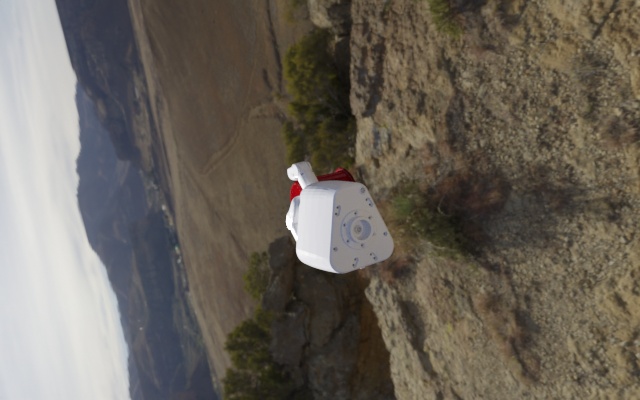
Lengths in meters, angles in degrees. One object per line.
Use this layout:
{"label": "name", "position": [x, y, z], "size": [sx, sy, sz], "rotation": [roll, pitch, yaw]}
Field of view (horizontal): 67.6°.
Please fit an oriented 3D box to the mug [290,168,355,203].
{"label": "mug", "position": [-0.001, 0.002, 0.746], "size": [0.081, 0.093, 0.117], "rotation": [-14, 6, -23]}
